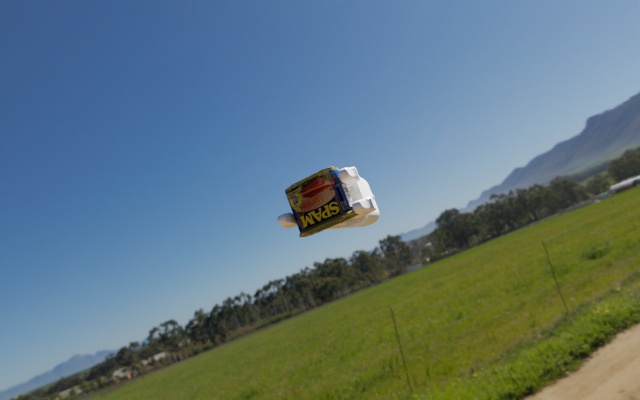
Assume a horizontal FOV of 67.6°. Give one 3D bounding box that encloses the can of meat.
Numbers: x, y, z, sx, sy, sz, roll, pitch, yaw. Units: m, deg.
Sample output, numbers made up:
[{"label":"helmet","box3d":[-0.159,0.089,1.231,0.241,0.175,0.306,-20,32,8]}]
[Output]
[{"label":"can of meat","box3d":[0.000,0.002,0.777,0.102,0.084,0.057,-25,-10,21]}]
